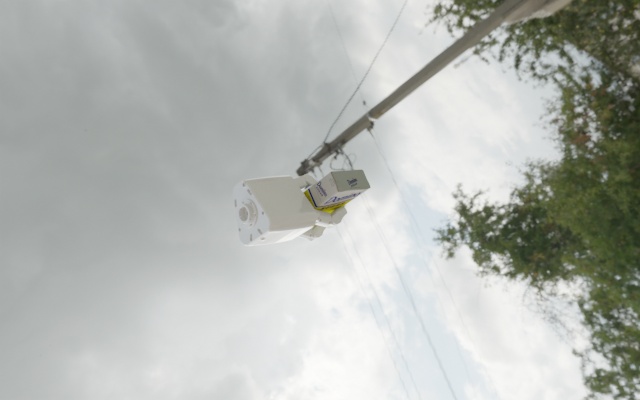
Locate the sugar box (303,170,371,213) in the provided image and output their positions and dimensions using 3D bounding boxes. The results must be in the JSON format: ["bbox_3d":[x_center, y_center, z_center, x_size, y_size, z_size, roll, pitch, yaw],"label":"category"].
[{"bbox_3d":[0.000,0.003,0.895,0.093,0.048,0.176,-8,-19,-47],"label":"sugar box"}]
